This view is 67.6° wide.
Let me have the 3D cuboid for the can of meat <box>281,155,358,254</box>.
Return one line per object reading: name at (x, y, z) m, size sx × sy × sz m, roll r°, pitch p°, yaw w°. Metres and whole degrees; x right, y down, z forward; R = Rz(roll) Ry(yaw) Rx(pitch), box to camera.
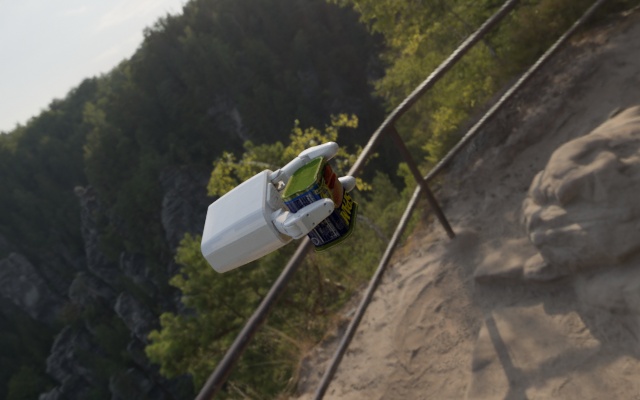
can of meat at (0.000, 0.002, 0.600) m, size 0.057 × 0.084 × 0.102 m, roll -27°, pitch 20°, yaw 21°
